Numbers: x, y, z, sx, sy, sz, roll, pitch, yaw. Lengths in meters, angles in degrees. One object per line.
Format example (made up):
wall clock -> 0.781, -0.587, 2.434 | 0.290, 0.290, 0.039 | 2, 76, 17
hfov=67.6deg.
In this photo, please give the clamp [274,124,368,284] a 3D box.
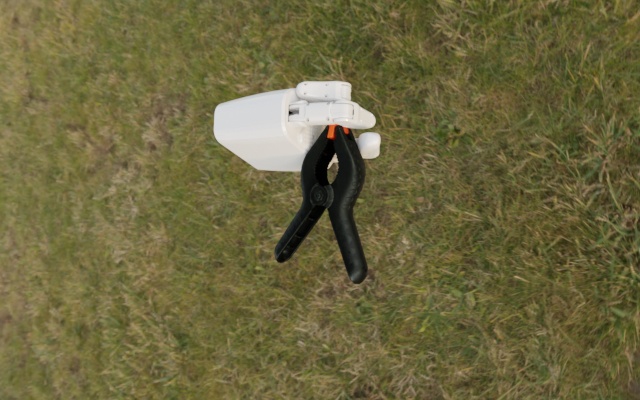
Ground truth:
clamp -> 0.000, 0.001, 0.525 | 0.120, 0.171, 0.039 | -1, -8, 30
